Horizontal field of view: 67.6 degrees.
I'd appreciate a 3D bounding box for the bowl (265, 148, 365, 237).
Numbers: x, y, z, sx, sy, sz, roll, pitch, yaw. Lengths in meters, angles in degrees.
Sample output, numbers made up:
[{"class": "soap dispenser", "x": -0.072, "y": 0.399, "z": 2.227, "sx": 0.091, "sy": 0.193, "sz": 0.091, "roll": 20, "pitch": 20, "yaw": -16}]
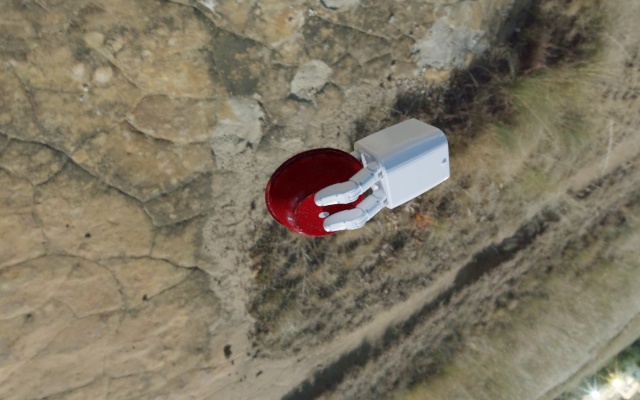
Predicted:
[{"class": "bowl", "x": -0.001, "y": 0.003, "z": 0.716, "sx": 0.162, "sy": 0.162, "sz": 0.055, "roll": 0, "pitch": 40, "yaw": -18}]
